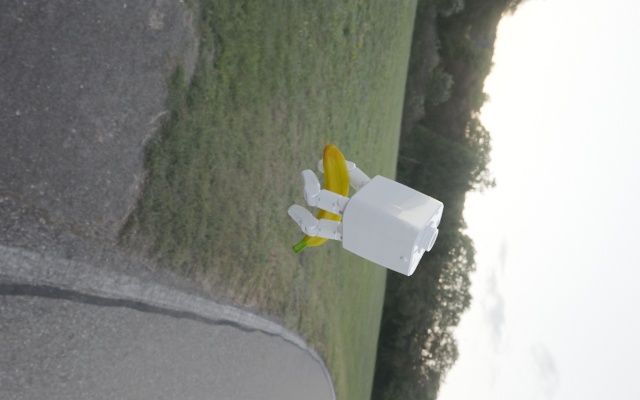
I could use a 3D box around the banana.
[{"bbox_3d":[0.012,0.001,0.735,0.037,0.198,0.069,37,35,30],"label":"banana"}]
